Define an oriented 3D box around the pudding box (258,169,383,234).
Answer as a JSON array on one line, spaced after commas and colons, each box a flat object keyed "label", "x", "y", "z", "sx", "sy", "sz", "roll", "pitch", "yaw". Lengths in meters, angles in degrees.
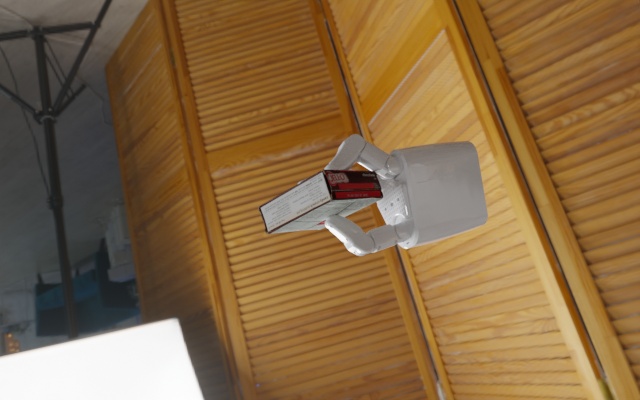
[{"label": "pudding box", "x": 0.000, "y": 0.002, "z": 0.539, "sx": 0.090, "sy": 0.039, "sz": 0.113, "roll": -1, "pitch": -22, "yaw": -47}]
